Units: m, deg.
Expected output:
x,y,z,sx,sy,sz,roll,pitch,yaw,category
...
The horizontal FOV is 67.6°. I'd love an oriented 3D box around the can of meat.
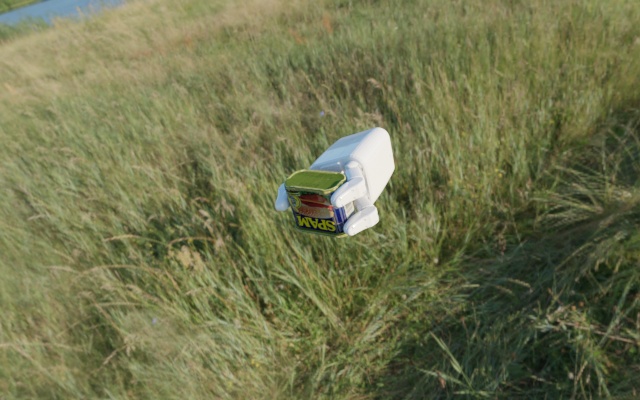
x,y,z,sx,sy,sz,roll,pitch,yaw,category
0.000,0.002,0.727,0.102,0.084,0.057,7,38,33,can of meat
